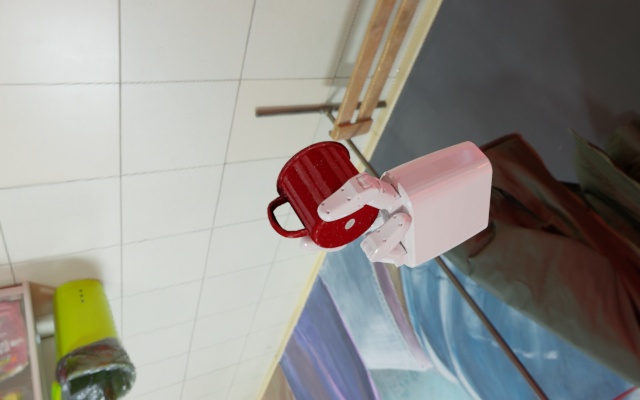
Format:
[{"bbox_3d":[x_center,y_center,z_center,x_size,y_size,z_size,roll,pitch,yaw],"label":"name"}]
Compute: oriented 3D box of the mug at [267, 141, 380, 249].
[{"bbox_3d":[-0.001,0.002,0.511,0.117,0.081,0.093,-24,-34,-14],"label":"mug"}]
